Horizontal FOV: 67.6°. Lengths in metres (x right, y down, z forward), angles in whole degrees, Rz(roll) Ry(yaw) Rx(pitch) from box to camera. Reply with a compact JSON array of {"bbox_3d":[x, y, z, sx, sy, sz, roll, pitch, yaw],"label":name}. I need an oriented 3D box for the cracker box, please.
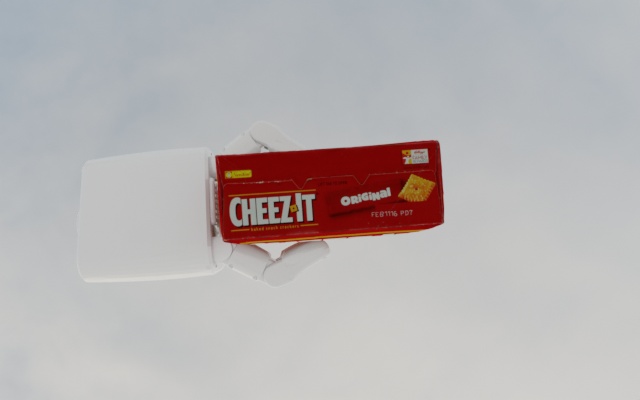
[{"bbox_3d":[0.000,0.001,0.442,0.164,0.072,0.214,-5,-3,-5],"label":"cracker box"}]
